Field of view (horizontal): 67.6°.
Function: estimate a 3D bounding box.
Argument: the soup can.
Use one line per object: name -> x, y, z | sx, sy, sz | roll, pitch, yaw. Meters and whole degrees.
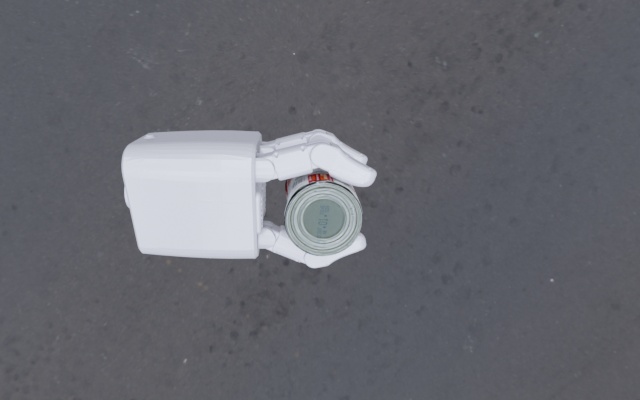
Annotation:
soup can -> 0.001, 0.002, 0.443 | 0.068, 0.068, 0.102 | 0, 17, -3
